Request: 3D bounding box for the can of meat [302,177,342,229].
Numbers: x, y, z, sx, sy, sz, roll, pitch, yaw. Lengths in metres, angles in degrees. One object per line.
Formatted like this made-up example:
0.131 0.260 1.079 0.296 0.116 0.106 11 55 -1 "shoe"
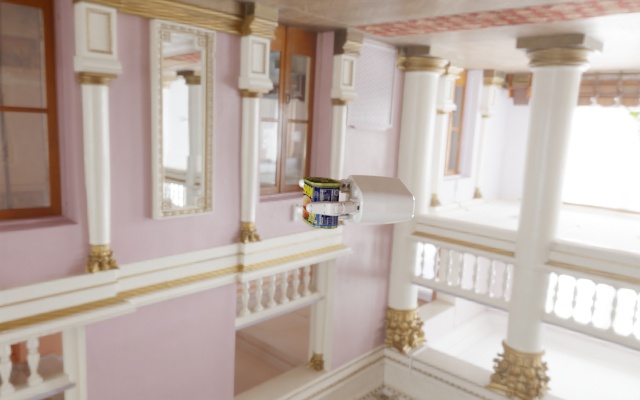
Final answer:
0.000 0.003 0.896 0.057 0.084 0.102 0 10 -16 "can of meat"
